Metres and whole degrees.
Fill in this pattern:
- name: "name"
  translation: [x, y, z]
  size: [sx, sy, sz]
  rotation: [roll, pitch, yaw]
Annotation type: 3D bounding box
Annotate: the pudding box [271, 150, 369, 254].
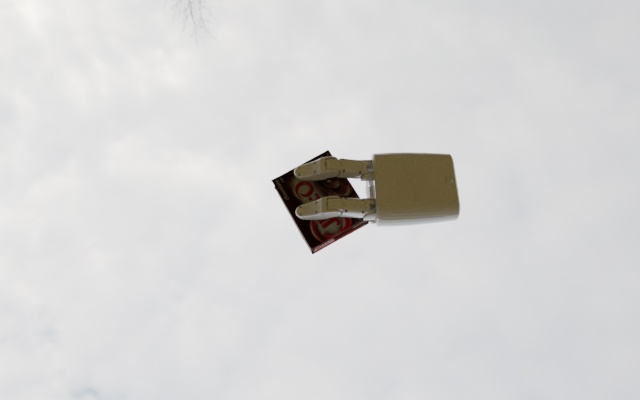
- name: "pudding box"
  translation: [0.000, 0.002, 0.640]
  size: [0.090, 0.113, 0.039]
  rotation: [-29, -20, -9]
